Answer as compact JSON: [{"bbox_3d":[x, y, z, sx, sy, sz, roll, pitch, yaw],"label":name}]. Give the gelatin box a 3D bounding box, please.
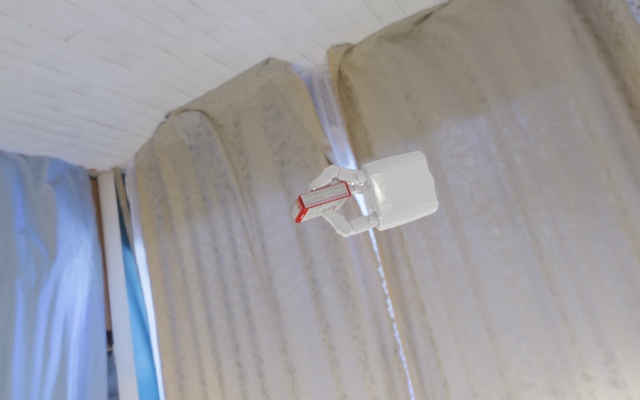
[{"bbox_3d":[0.000,0.003,0.811,0.089,0.030,0.073,-18,-14,-20],"label":"gelatin box"}]
